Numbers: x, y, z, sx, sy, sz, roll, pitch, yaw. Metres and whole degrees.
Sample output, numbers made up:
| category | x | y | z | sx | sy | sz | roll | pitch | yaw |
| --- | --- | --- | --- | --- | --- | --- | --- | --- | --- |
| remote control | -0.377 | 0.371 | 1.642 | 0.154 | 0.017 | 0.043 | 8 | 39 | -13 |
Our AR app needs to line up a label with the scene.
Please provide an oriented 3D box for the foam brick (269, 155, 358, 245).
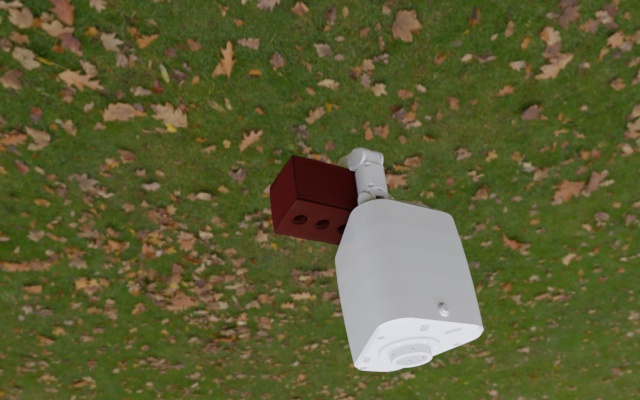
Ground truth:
| category | x | y | z | sx | sy | sz | roll | pitch | yaw |
| --- | --- | --- | --- | --- | --- | --- | --- | --- | --- |
| foam brick | 0.000 | 0.001 | 0.430 | 0.078 | 0.051 | 0.053 | 12 | -40 | -24 |
